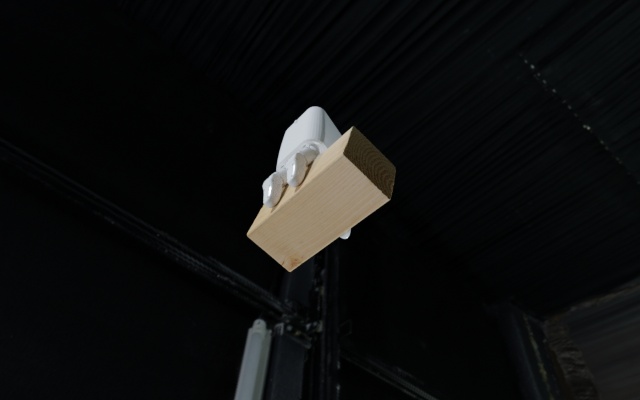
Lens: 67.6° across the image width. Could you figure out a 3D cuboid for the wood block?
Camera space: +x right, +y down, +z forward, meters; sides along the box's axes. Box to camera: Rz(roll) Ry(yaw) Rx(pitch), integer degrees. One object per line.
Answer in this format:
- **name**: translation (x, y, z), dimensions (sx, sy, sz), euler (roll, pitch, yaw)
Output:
- **wood block**: translation (0.000, 0.002, 0.693), dimensions (0.206, 0.091, 0.090), euler (-39, 17, 32)
